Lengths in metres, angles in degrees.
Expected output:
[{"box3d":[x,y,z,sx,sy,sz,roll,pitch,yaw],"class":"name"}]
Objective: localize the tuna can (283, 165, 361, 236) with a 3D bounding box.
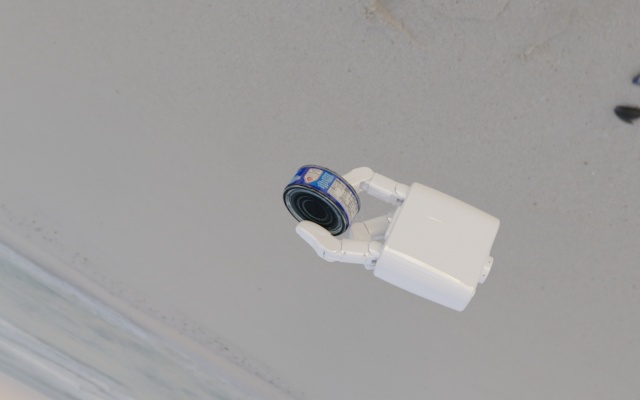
[{"box3d":[0.000,0.002,0.544,0.086,0.033,0.086,24,-33,17],"class":"tuna can"}]
